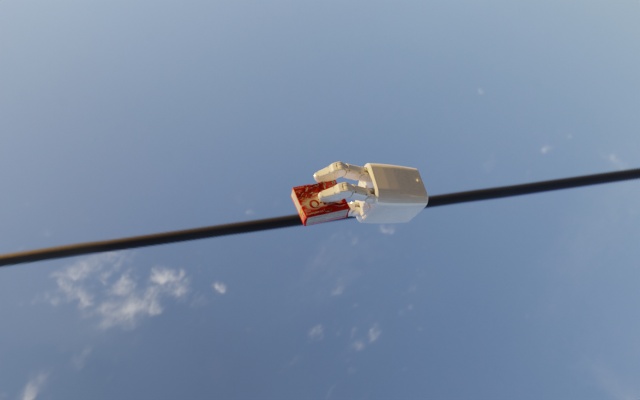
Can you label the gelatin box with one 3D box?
[{"bbox_3d":[0.000,0.003,0.870,0.089,0.073,0.030,-11,-36,-20],"label":"gelatin box"}]
